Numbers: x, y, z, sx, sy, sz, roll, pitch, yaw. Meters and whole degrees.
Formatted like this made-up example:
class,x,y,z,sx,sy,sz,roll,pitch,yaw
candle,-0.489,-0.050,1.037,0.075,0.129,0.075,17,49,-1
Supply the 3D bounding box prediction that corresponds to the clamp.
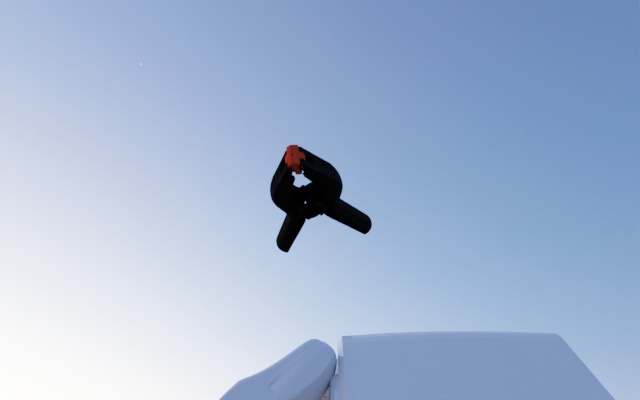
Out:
class,x,y,z,sx,sy,sz,roll,pitch,yaw
clamp,0.000,0.001,0.542,0.120,0.039,0.172,-13,-34,-6
